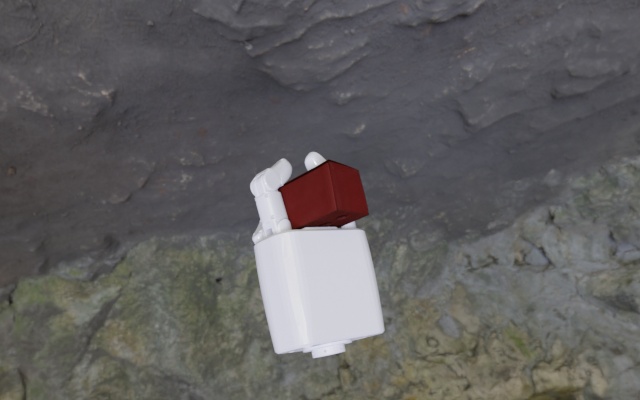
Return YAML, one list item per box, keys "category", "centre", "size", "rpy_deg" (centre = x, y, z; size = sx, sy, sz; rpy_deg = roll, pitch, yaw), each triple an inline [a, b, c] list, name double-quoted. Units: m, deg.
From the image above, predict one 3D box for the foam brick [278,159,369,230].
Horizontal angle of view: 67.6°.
- category: "foam brick"
  centre: [0.000, 0.001, 0.479]
  size: [0.078, 0.051, 0.053]
  rpy_deg: [-26, -24, 35]
